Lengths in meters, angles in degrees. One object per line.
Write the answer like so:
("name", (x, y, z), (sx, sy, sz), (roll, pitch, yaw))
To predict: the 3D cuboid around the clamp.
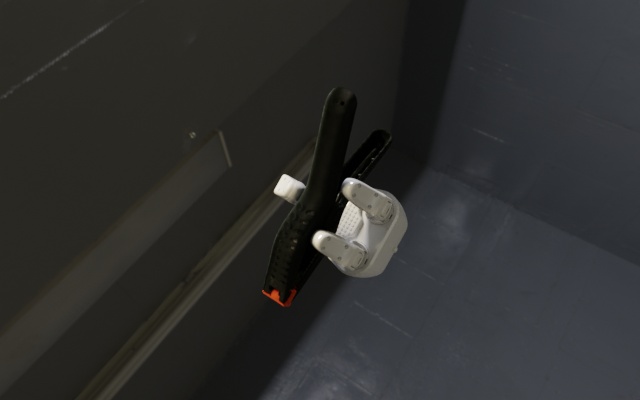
("clamp", (-0.001, 0.002, 0.448), (0.036, 0.210, 0.164), (29, -1, 21))
